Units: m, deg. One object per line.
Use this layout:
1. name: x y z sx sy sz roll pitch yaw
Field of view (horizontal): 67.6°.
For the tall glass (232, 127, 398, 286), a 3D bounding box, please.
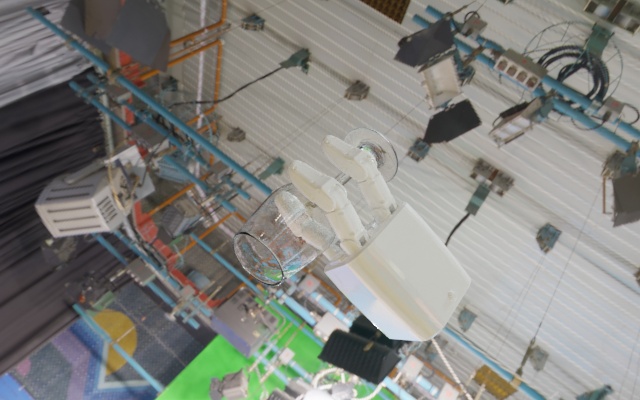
1. tall glass: 0.000 0.001 0.496 0.079 0.079 0.201 0 32 44
